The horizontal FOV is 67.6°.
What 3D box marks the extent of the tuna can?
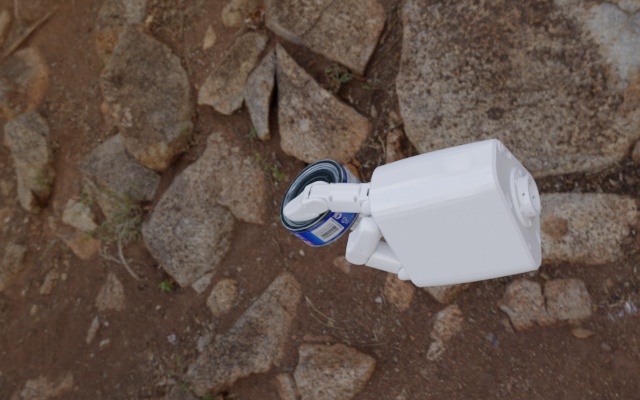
[{"bbox_3d":[0.000,0.001,0.484,0.086,0.086,0.034,0,-30,47],"label":"tuna can"}]
